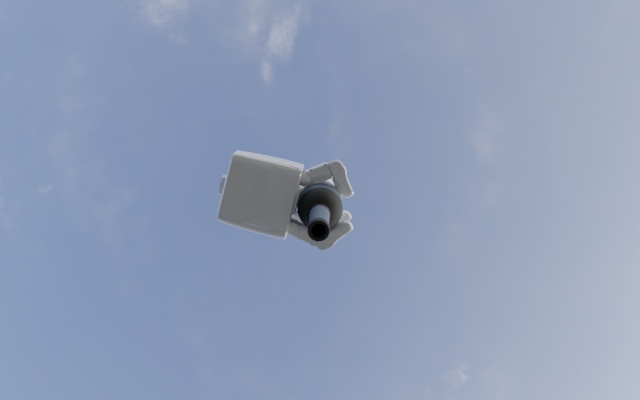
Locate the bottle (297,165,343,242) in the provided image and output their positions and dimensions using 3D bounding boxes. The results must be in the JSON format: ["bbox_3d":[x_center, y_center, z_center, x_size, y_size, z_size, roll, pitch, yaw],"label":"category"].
[{"bbox_3d":[0.000,0.002,0.726,0.069,0.069,0.295,0,14,1],"label":"bottle"}]
